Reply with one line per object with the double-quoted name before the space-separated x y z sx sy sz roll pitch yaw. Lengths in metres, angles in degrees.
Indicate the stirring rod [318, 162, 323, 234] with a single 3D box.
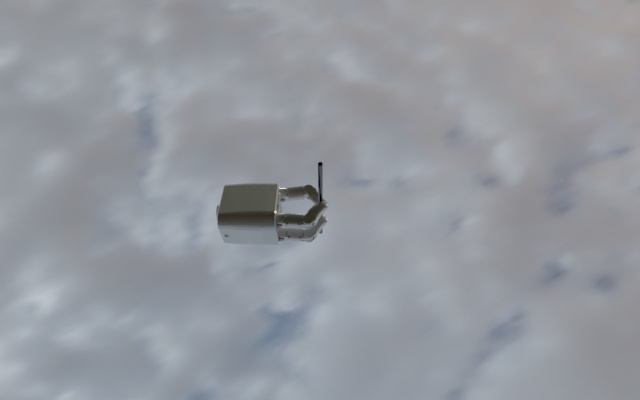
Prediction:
"stirring rod" 0.000 0.003 0.872 0.011 0.011 0.240 0 -31 0
